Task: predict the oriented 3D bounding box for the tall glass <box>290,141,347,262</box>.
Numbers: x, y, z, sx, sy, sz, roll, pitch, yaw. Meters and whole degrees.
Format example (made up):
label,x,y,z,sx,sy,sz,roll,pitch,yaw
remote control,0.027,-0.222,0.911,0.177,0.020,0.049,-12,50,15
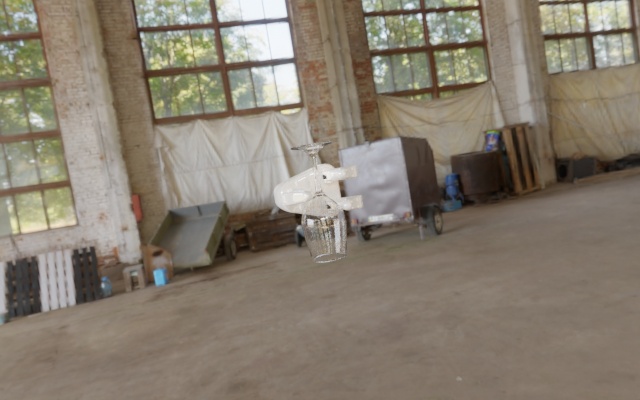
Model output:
label,x,y,z,sx,sy,sz,roll,pitch,yaw
tall glass,0.000,0.002,0.829,0.079,0.201,0.079,-9,3,1
